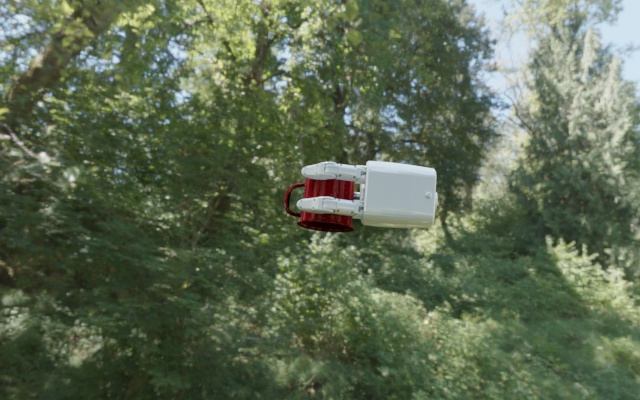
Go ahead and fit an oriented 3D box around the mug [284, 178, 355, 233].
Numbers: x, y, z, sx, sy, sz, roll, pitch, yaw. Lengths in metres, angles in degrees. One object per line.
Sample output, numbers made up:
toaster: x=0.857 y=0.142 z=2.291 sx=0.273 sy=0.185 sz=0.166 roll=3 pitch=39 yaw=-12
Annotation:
mug: x=-0.001 y=0.002 z=0.774 sx=0.117 sy=0.081 sz=0.093 roll=6 pitch=-13 yaw=0
